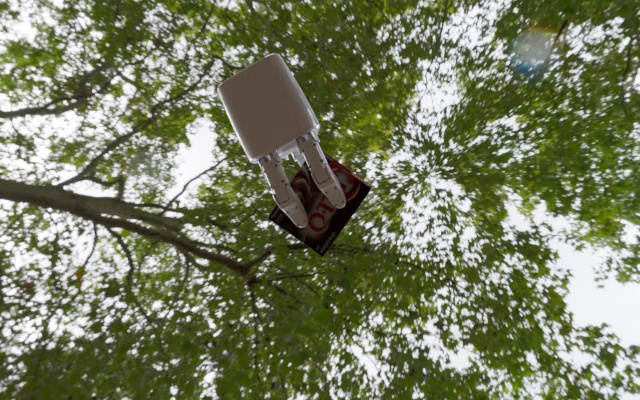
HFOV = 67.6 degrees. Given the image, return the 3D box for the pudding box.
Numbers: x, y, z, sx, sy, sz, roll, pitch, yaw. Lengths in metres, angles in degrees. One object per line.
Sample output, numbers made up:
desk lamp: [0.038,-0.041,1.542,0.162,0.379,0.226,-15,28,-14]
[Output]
pudding box: [0.000,0.002,0.625,0.090,0.113,0.039,35,12,4]
